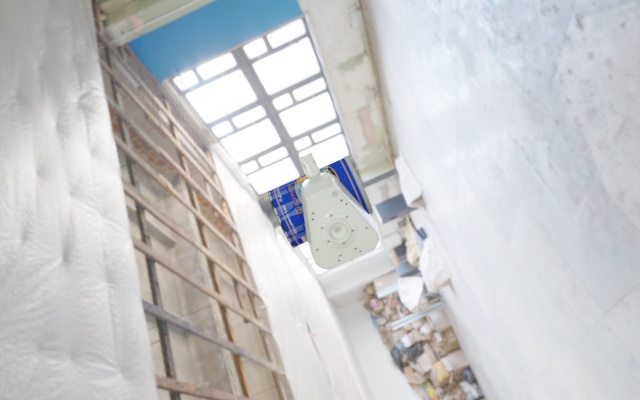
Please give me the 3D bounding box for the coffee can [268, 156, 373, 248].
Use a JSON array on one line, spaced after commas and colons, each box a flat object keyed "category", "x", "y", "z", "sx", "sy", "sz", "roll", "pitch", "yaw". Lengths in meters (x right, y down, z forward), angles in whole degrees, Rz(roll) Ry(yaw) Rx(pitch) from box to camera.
[{"category": "coffee can", "x": 0.000, "y": 0.002, "z": 0.772, "sx": 0.140, "sy": 0.103, "sz": 0.103, "roll": -24, "pitch": -1, "yaw": 1}]
